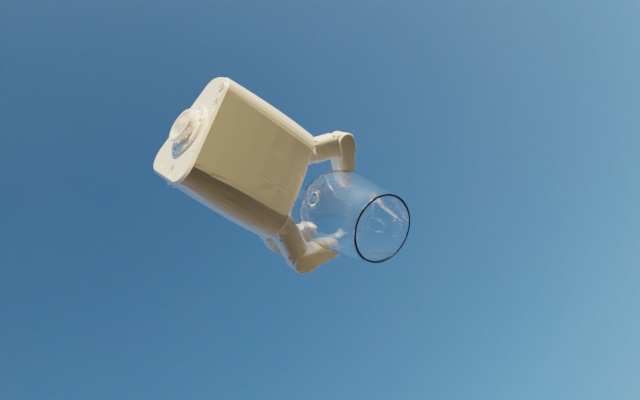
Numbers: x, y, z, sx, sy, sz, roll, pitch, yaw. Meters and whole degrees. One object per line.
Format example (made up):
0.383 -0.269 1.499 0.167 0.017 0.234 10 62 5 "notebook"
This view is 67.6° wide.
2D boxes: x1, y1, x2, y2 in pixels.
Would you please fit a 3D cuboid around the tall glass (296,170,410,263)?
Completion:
0.000 0.001 0.486 0.079 0.079 0.201 0 13 -34 "tall glass"
